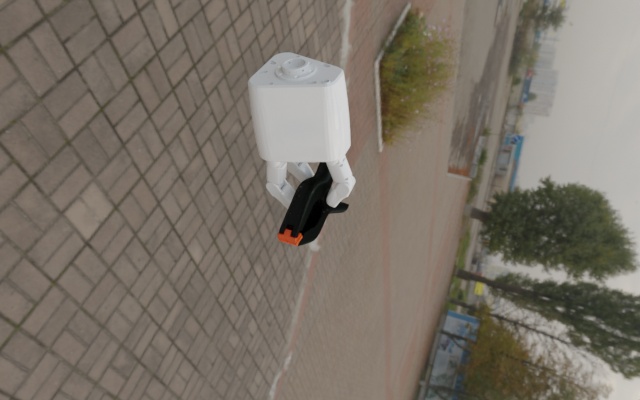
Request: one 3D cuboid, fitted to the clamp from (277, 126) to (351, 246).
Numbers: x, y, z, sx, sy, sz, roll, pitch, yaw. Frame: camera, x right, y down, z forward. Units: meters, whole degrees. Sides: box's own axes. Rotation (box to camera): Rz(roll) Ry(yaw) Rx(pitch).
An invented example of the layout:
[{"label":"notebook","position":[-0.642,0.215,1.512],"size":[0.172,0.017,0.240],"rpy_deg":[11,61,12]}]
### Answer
[{"label":"clamp","position":[0.001,0.003,0.697],"size":[0.036,0.165,0.210],"rpy_deg":[13,45,20]}]
